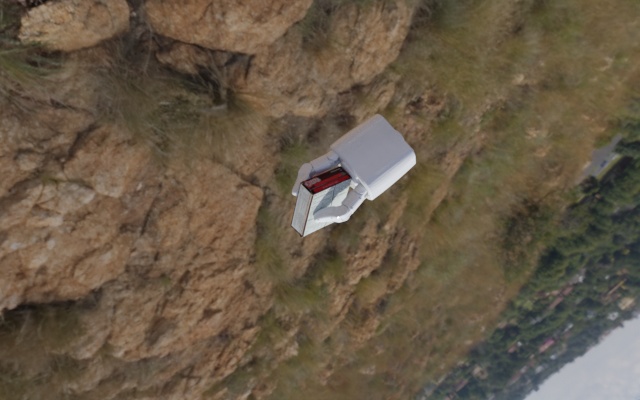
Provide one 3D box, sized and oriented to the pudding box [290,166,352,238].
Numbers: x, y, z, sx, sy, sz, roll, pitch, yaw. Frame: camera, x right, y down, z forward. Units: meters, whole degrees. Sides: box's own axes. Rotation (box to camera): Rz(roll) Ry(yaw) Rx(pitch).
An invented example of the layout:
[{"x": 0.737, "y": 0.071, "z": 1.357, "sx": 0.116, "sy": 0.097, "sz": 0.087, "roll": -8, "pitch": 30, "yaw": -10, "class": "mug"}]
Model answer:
[{"x": 0.000, "y": 0.003, "z": 0.829, "sx": 0.090, "sy": 0.114, "sz": 0.039, "roll": -23, "pitch": 54, "yaw": -33, "class": "pudding box"}]
